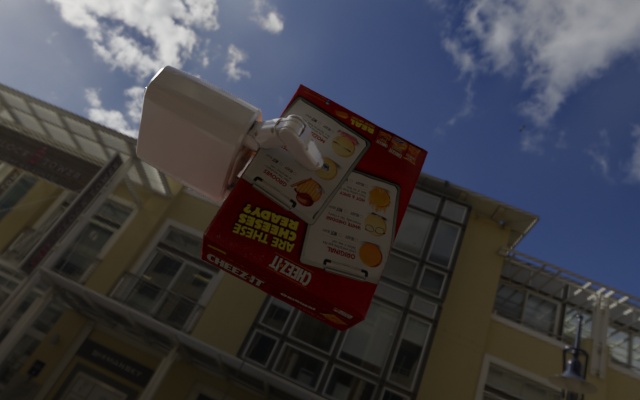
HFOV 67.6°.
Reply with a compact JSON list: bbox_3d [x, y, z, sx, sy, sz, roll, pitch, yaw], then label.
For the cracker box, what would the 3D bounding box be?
[{"bbox_3d":[0.000,0.001,0.501,0.164,0.213,0.072,28,-31,-2],"label":"cracker box"}]
